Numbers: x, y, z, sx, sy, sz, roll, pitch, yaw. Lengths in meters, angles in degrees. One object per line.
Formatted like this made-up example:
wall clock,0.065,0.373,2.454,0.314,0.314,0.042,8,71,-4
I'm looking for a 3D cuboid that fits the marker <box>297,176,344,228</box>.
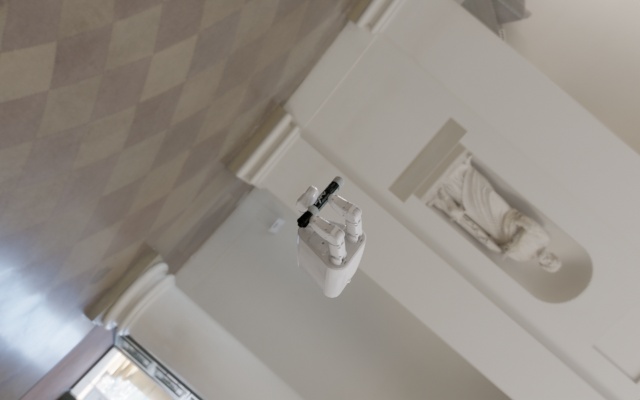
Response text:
marker,0.000,0.003,0.785,0.020,0.020,0.121,0,38,44
